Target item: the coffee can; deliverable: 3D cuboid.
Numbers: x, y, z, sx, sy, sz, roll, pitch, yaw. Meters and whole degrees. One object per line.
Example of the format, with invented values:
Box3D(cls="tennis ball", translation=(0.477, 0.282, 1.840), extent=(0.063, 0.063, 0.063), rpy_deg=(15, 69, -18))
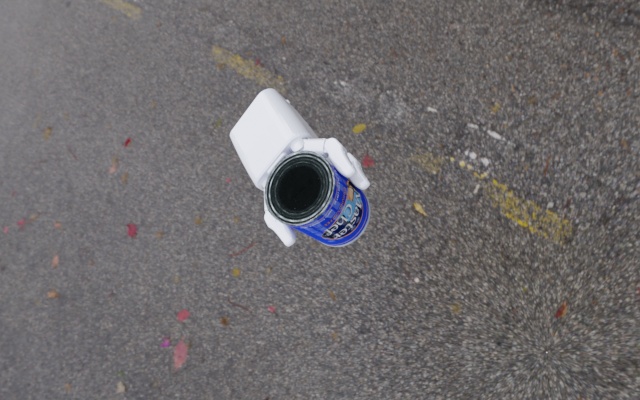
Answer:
Box3D(cls="coffee can", translation=(0.000, 0.002, 0.676), extent=(0.103, 0.102, 0.140), rpy_deg=(0, -16, 25))
